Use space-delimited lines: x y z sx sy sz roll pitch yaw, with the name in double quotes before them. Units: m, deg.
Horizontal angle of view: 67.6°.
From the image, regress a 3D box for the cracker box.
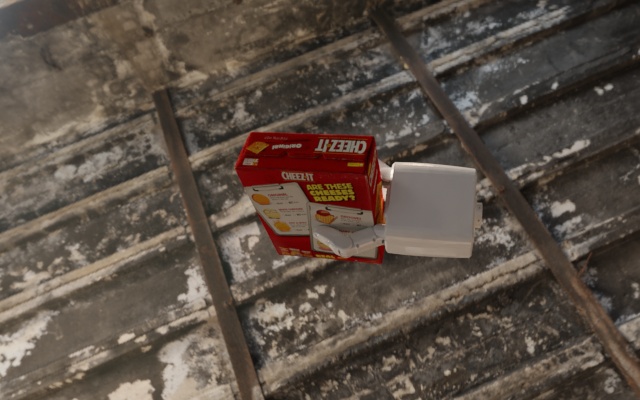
"cracker box" 0.000 0.002 0.648 0.164 0.072 0.214 4 -35 15
